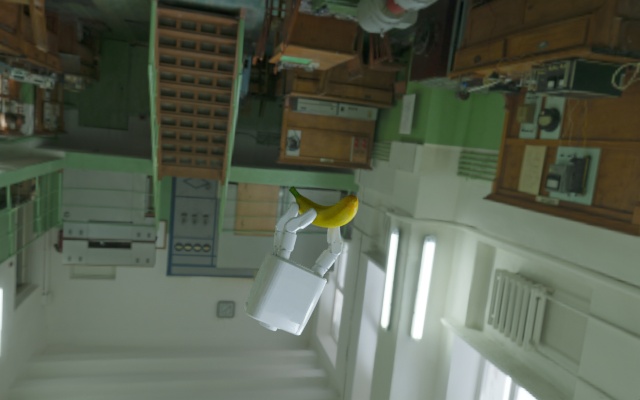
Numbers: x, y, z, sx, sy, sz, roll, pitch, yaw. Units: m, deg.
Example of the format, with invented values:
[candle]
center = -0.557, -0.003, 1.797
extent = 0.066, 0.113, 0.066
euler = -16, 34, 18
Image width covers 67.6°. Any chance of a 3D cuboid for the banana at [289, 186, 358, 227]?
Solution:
[banana]
center = 0.008, 0.016, 0.815
extent = 0.037, 0.070, 0.198
euler = -45, 27, -23
